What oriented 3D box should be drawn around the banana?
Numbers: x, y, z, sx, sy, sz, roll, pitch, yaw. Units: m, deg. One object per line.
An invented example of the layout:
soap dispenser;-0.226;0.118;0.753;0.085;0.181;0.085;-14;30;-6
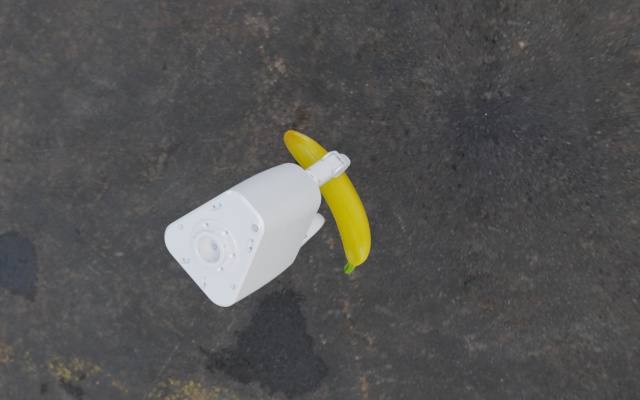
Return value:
banana;0.016;0.001;0.577;0.069;0.198;0.037;-17;10;37
